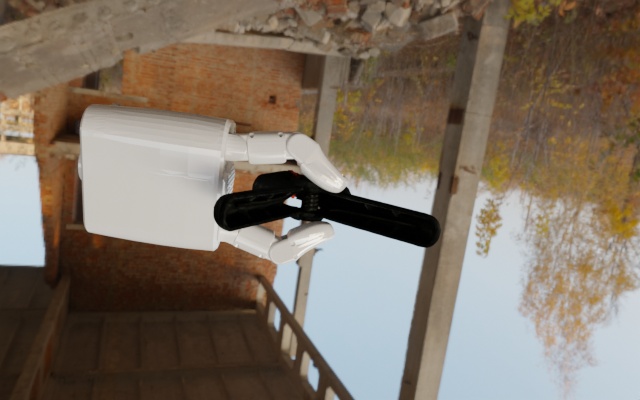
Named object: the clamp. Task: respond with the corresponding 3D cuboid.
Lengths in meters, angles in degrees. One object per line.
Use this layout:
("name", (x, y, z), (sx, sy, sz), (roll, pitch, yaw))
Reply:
("clamp", (0.000, 0.002, 0.421), (0.164, 0.036, 0.210), (8, 9, -7))
